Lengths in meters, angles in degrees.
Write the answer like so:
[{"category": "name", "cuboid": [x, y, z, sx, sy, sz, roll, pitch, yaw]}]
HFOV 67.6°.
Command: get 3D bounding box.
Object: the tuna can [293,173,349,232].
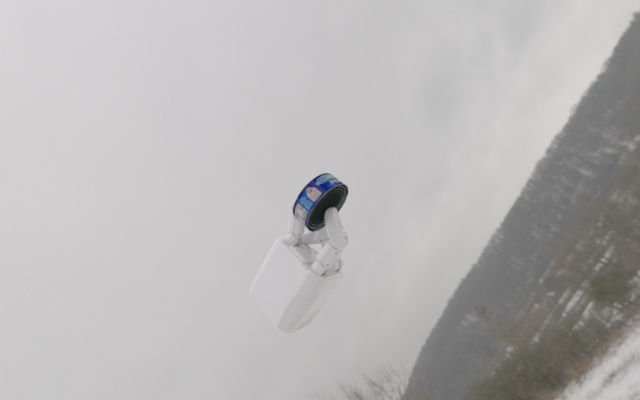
[{"category": "tuna can", "cuboid": [0.000, 0.002, 0.700, 0.033, 0.086, 0.086, 40, 18, 23]}]
